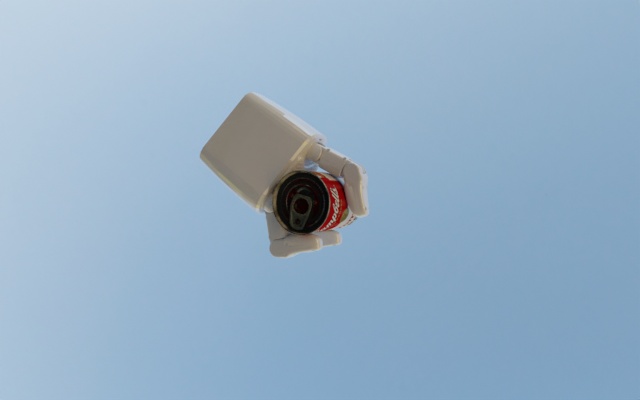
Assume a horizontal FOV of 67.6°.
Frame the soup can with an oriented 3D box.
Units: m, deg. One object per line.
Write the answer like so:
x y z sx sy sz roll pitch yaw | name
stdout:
0.001 0.002 0.541 0.068 0.068 0.102 0 1 25 | soup can
